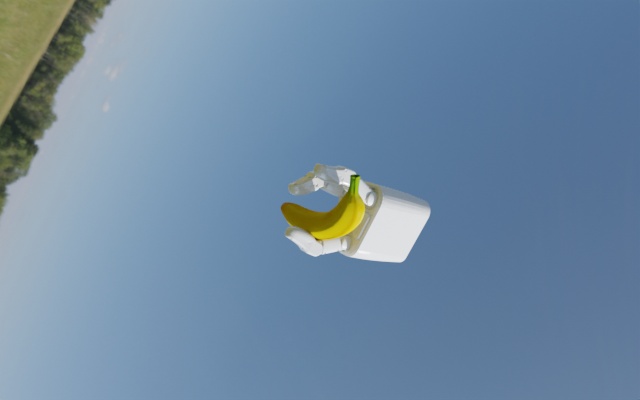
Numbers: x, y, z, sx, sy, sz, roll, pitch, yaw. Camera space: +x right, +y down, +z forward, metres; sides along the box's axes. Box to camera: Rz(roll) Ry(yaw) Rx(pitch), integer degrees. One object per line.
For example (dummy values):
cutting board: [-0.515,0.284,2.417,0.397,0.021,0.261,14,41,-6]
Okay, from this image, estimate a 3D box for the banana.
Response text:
banana: [0.004,0.020,0.648,0.037,0.069,0.198,0,-11,-34]
